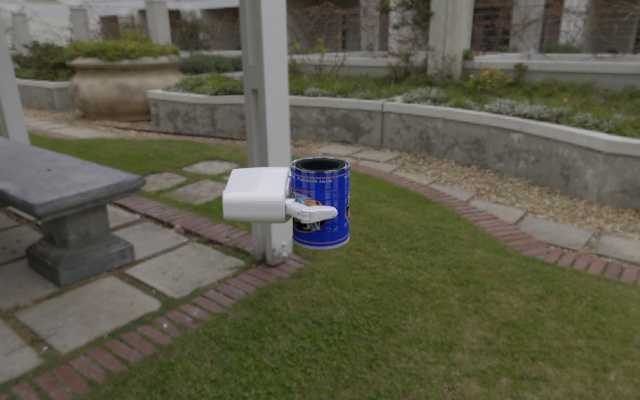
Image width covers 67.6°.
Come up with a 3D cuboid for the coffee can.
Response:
[{"bbox_3d":[0.000,0.003,0.836,0.103,0.140,0.102,0,19,0],"label":"coffee can"}]
